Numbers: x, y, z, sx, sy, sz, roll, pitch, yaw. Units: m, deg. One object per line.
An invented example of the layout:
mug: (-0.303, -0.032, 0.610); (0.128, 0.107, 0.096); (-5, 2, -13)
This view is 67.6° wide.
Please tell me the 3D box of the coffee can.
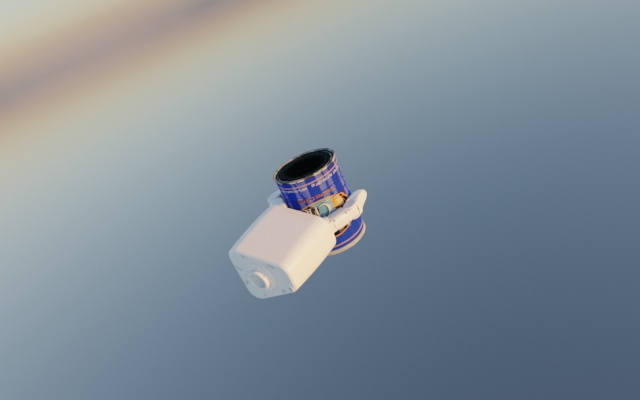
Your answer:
coffee can: (0.000, 0.003, 0.760); (0.103, 0.140, 0.102); (-20, 26, 10)
